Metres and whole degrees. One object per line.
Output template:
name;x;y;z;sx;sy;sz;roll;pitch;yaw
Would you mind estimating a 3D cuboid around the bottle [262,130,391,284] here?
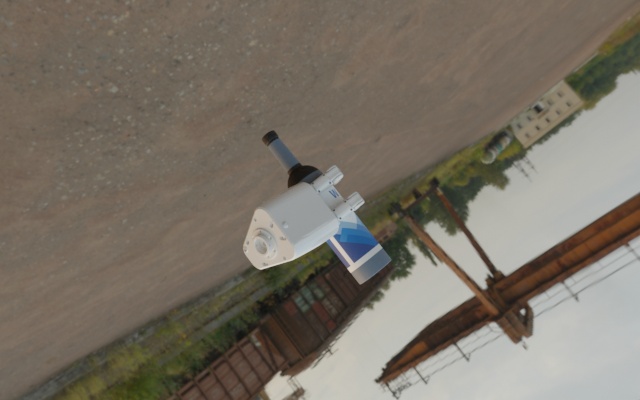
bottle;0.000;0.003;0.801;0.069;0.295;0.069;-38;-7;-6
